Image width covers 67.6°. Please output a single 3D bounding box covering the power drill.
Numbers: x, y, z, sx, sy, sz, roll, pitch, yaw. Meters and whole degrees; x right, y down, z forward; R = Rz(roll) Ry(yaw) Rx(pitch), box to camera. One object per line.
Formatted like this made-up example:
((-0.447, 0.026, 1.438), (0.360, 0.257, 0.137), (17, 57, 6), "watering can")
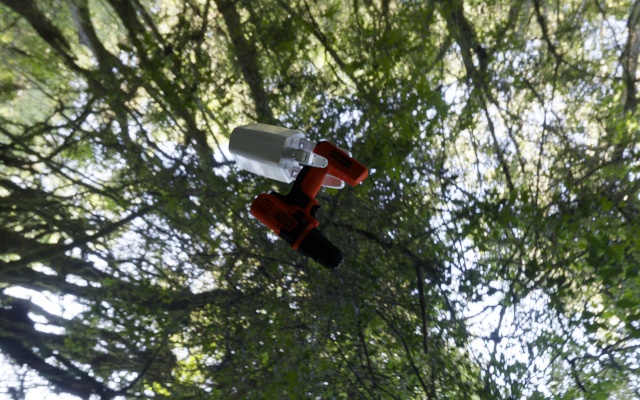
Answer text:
((0.000, 0.002, 0.829), (0.184, 0.187, 0.057), (36, -17, 5), "power drill")
